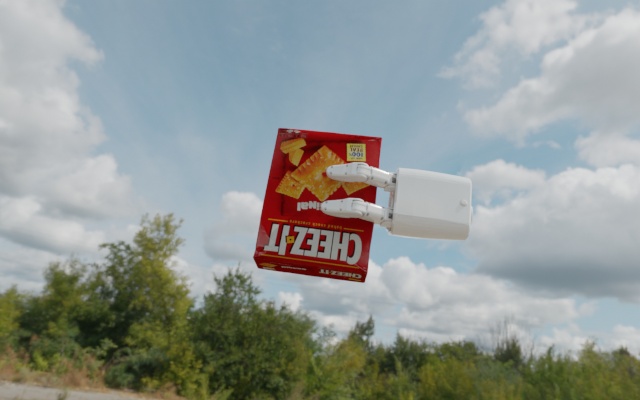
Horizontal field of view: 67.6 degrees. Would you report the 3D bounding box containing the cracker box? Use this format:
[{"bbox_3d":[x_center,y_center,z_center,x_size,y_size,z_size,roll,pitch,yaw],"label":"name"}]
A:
[{"bbox_3d":[0.000,0.002,0.716,0.164,0.213,0.072,7,-21,4],"label":"cracker box"}]
